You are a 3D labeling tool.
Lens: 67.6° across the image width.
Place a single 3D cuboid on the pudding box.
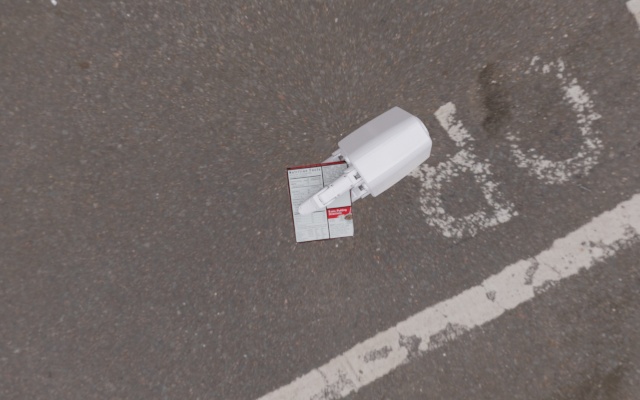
[{"bbox_3d":[0.000,0.002,0.695,0.090,0.113,0.039,-6,6,0],"label":"pudding box"}]
